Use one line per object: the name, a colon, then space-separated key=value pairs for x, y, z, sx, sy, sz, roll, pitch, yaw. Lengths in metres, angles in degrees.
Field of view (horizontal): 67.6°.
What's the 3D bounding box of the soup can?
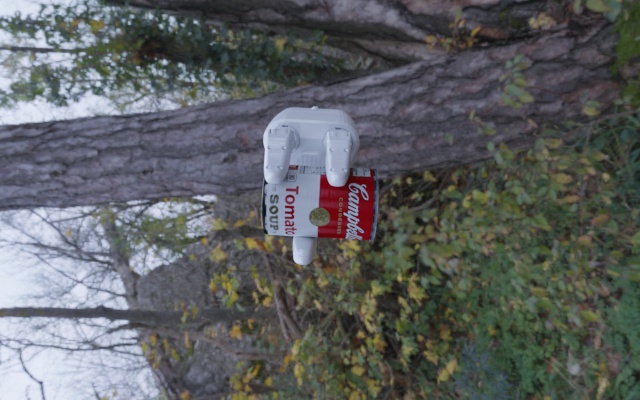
soup can: x=0.000 y=0.002 z=0.447 sx=0.102 sy=0.068 sz=0.068 roll=3 pitch=0 yaw=1
